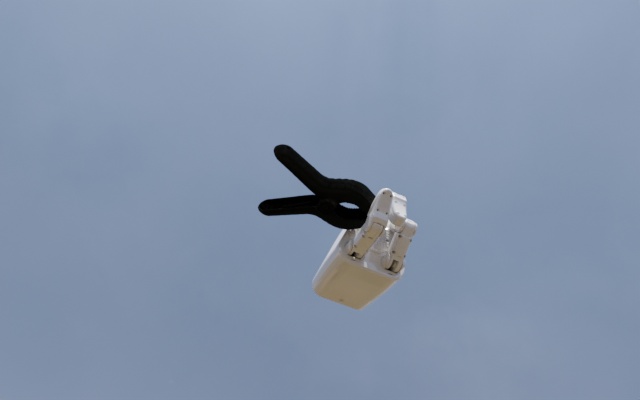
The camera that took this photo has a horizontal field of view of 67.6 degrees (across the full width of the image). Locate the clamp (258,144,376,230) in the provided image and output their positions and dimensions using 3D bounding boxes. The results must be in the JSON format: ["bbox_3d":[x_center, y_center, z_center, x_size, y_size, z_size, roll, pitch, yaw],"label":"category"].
[{"bbox_3d":[0.000,0.002,0.627,0.171,0.039,0.120,26,-40,-9],"label":"clamp"}]
